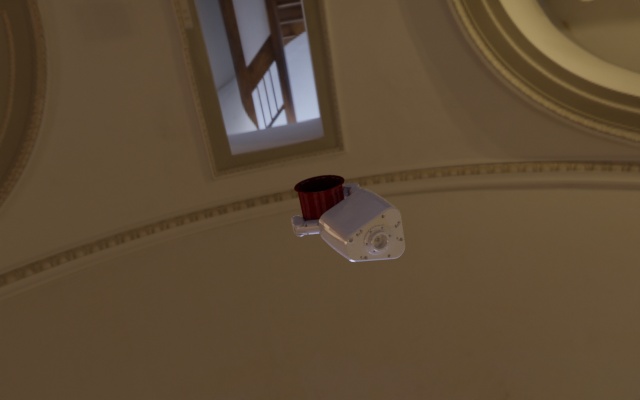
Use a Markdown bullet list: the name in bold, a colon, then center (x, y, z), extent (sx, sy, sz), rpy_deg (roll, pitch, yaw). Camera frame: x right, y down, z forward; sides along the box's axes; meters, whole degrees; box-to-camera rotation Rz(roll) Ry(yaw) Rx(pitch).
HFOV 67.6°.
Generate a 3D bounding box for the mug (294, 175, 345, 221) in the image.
- **mug**: center (0.000, 0.003, 0.890), extent (0.093, 0.081, 0.117), rpy_deg (-16, 21, -16)
